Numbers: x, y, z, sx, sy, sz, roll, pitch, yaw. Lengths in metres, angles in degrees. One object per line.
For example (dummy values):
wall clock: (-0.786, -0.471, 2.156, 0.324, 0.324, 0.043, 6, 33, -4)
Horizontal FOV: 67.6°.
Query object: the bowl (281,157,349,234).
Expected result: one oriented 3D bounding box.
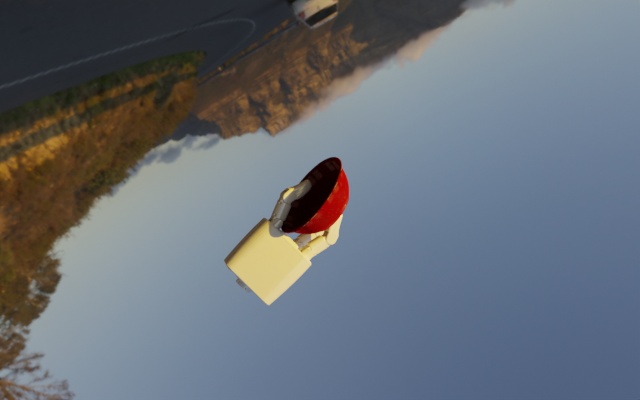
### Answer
bowl: (0.001, 0.002, 0.846, 0.055, 0.162, 0.162, 36, -15, -22)
